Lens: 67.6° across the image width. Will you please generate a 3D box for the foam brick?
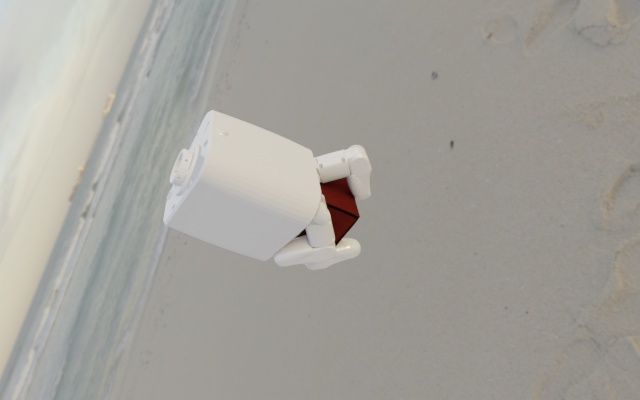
[{"bbox_3d":[0.000,0.002,0.500,0.051,0.053,0.078,22,32,-25],"label":"foam brick"}]
